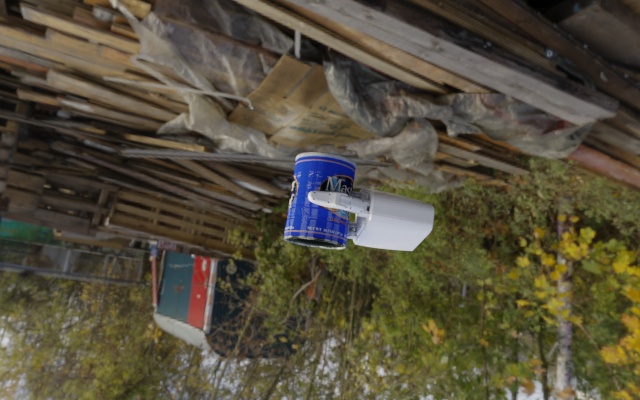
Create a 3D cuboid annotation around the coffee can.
[{"bbox_3d":[0.000,0.002,0.786,0.103,0.140,0.103,8,-12,2],"label":"coffee can"}]
